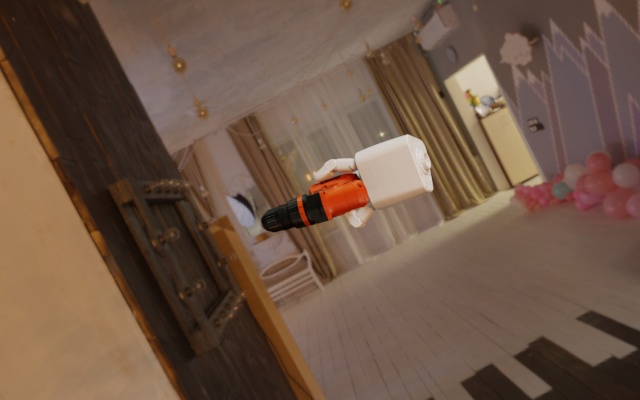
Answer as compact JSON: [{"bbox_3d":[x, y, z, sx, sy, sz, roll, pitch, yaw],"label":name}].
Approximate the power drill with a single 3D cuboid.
[{"bbox_3d":[0.000,0.003,0.849,0.184,0.057,0.187,-16,8,12],"label":"power drill"}]
